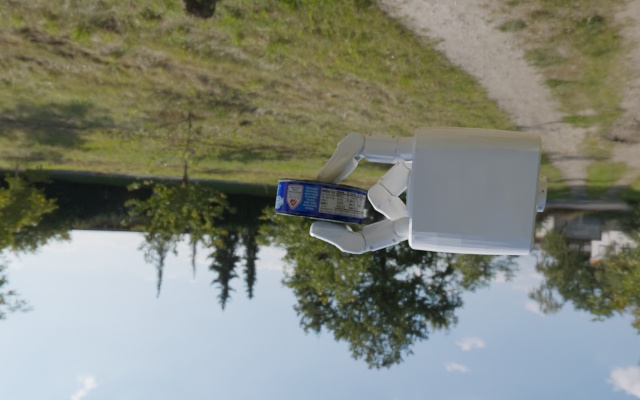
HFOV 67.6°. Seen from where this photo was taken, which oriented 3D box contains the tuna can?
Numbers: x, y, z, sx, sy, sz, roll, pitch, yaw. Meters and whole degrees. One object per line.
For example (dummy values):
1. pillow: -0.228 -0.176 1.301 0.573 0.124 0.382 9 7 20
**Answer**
1. tuna can: 0.000 0.002 0.458 0.086 0.034 0.086 7 -2 0
